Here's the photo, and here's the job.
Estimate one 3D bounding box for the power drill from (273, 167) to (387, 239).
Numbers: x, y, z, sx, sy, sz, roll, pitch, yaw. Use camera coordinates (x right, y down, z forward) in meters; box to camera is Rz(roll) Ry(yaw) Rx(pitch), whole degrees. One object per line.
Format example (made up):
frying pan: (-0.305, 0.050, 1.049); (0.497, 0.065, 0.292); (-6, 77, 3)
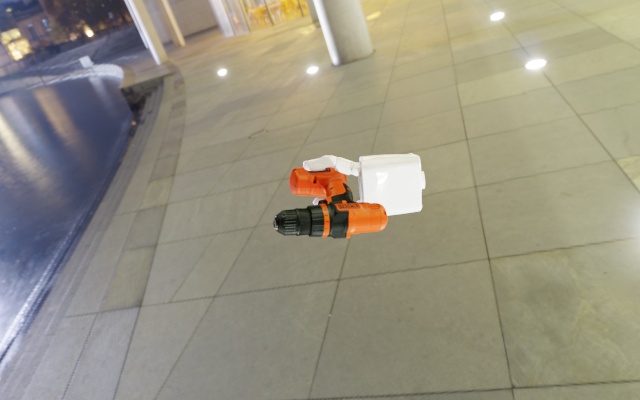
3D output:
power drill: (0.000, 0.002, 0.816); (0.184, 0.057, 0.187); (-1, 28, -15)
